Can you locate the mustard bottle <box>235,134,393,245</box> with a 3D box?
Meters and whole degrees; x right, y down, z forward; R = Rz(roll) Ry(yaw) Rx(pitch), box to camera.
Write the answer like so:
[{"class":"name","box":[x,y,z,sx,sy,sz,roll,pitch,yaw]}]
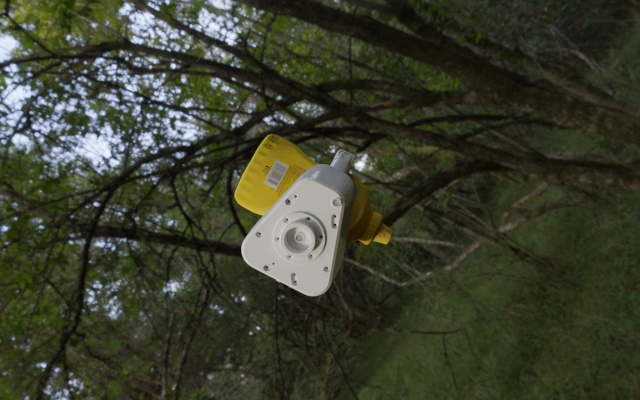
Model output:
[{"class":"mustard bottle","box":[0.000,0.002,0.584,0.191,0.096,0.058,27,-13,2]}]
